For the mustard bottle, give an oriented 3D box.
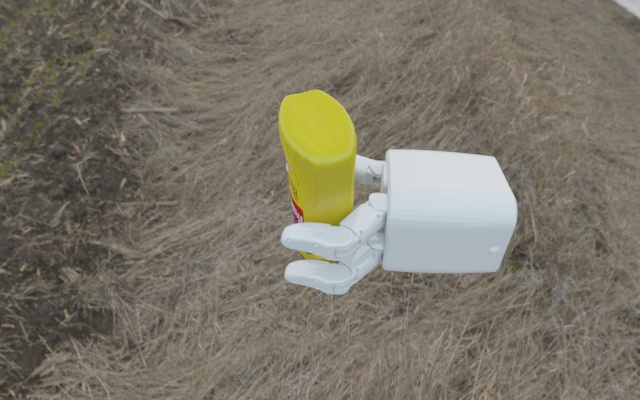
[{"bbox_3d":[0.000,0.001,0.446,0.058,0.096,0.192,-15,-41,-11],"label":"mustard bottle"}]
